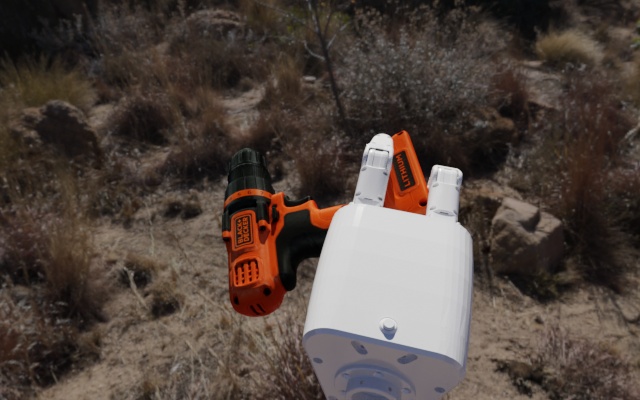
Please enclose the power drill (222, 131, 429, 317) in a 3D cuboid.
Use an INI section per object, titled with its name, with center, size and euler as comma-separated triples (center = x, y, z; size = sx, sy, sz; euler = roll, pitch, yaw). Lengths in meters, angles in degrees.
[power drill]
center = 0.001, 0.001, 0.437
size = 0.187, 0.184, 0.057
euler = -18, -39, 9
